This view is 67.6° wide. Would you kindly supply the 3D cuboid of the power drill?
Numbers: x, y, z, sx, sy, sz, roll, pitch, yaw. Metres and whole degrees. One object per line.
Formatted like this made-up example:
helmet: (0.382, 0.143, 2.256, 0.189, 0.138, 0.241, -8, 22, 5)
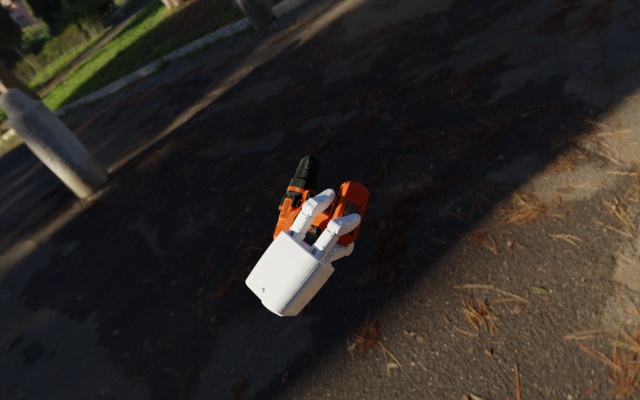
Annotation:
power drill: (0.000, 0.003, 0.859, 0.057, 0.184, 0.187, 23, -11, -35)
